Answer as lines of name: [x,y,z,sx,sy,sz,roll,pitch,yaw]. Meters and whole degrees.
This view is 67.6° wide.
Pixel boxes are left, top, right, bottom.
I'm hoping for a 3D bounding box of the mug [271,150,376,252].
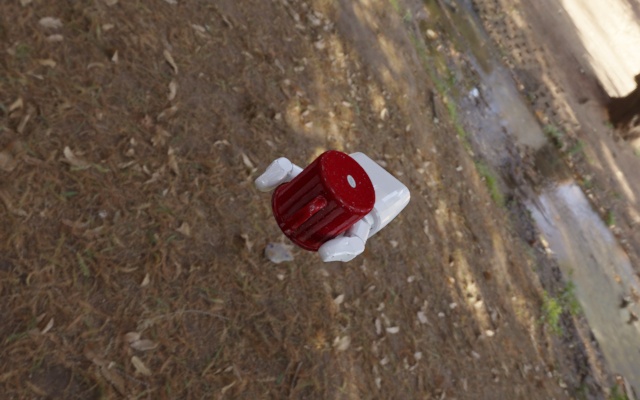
mug: [-0.001,0.002,0.518,0.081,0.093,0.117,-39,-5,37]
